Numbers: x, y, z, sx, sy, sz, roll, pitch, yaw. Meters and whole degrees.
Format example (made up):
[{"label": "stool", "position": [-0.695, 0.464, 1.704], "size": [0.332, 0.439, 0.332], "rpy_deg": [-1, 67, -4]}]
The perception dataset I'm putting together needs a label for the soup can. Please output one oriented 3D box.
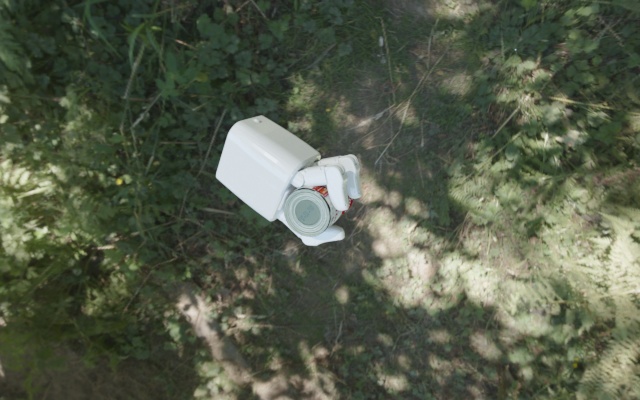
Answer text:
[{"label": "soup can", "position": [0.000, 0.003, 0.658], "size": [0.068, 0.068, 0.102], "rpy_deg": [0, 16, 22]}]
